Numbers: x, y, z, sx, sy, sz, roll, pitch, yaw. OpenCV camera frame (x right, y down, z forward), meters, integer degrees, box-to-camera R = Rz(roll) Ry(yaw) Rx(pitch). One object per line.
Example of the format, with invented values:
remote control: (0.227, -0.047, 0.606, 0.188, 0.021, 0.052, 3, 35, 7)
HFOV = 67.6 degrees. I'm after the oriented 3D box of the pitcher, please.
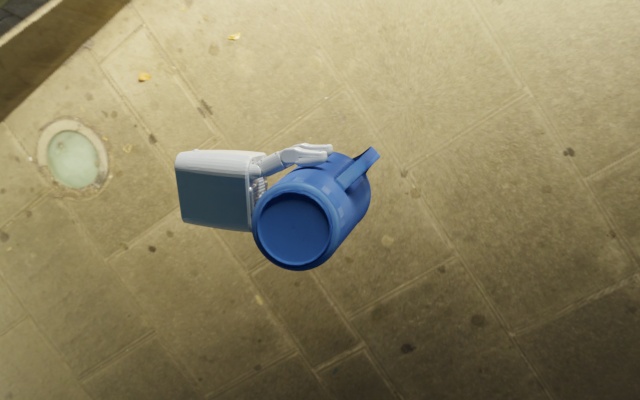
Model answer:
pitcher: (0.000, 0.002, 0.657, 0.145, 0.149, 0.242, 5, 12, 10)
